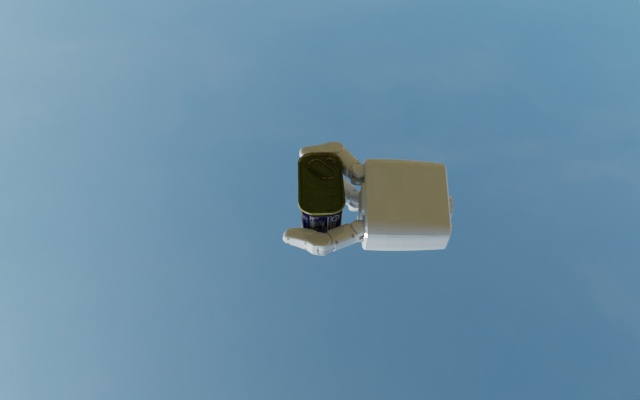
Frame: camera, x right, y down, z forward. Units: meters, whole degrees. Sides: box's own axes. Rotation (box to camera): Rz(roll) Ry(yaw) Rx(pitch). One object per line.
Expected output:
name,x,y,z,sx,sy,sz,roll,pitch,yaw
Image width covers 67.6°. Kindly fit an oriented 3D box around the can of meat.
can of meat,0.000,0.002,0.625,0.057,0.102,0.084,-2,-39,-2
